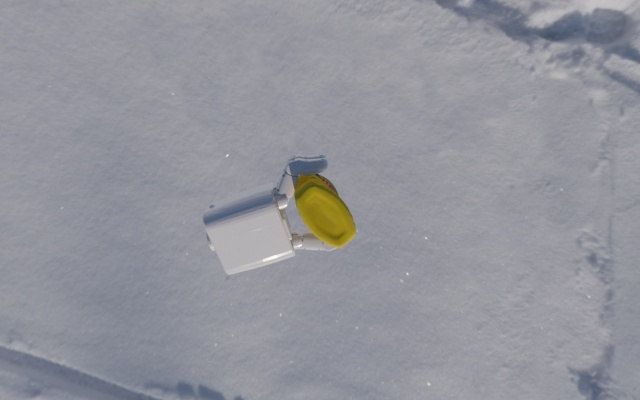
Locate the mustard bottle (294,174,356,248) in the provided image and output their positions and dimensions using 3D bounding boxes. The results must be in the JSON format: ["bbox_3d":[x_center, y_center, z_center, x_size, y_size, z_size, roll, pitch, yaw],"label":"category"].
[{"bbox_3d":[0.000,0.002,0.704,0.058,0.096,0.191,-41,12,4],"label":"mustard bottle"}]
